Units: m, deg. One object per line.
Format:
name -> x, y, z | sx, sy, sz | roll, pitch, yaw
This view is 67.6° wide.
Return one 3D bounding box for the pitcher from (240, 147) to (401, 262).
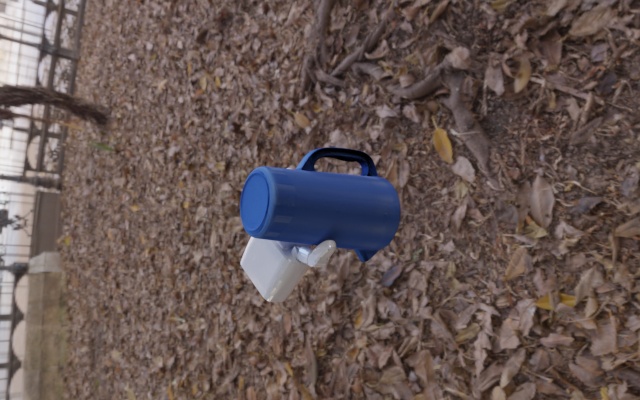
pitcher -> 0.000, 0.003, 0.772 | 0.243, 0.145, 0.149 | 7, 39, -35
